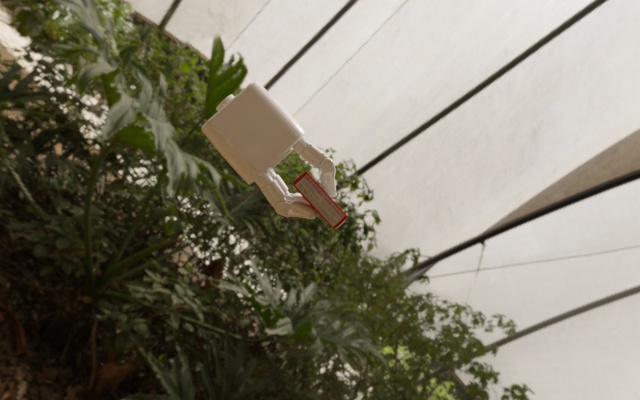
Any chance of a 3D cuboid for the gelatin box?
[{"bbox_3d":[0.001,0.002,0.701,0.030,0.089,0.073,-43,-5,-1],"label":"gelatin box"}]
